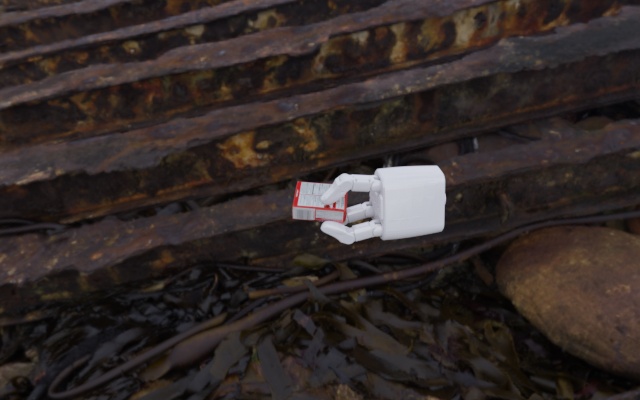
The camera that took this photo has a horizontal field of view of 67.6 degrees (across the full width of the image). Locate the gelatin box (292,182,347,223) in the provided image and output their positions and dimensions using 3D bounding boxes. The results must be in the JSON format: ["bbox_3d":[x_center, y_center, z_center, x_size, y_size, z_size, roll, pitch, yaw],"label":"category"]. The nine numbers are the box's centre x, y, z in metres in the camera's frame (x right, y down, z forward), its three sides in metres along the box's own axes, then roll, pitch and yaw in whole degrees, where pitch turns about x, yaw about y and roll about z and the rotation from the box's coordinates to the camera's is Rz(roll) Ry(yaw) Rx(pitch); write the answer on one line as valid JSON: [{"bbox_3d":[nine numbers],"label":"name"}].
[{"bbox_3d":[0.000,0.002,0.802,0.089,0.030,0.073,5,37,1],"label":"gelatin box"}]
